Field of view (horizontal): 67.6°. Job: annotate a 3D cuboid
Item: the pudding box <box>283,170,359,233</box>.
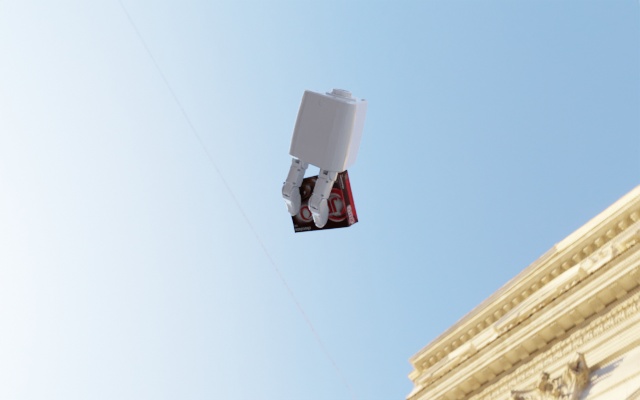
[{"bbox_3d":[0.000,0.002,0.784,0.113,0.090,0.039,-9,6,37],"label":"pudding box"}]
